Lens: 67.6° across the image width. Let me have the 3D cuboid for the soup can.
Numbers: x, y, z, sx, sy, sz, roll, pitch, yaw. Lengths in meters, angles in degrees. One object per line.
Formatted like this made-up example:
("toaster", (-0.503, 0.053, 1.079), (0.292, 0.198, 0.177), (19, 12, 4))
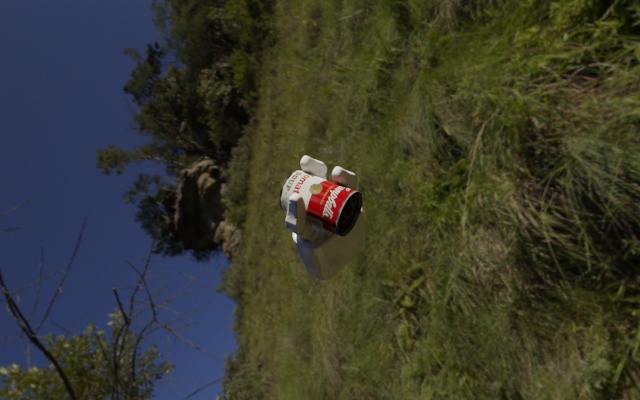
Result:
("soup can", (0.000, 0.002, 0.691), (0.102, 0.068, 0.068), (22, 10, 26))
